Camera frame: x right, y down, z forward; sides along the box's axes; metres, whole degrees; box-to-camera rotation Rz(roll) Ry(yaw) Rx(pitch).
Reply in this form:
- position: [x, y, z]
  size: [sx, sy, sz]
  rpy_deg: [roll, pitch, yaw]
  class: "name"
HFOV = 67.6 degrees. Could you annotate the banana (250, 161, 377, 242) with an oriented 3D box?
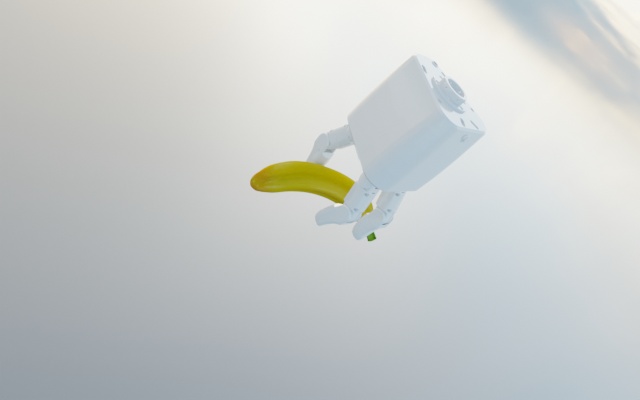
- position: [0.002, -0.012, 0.590]
  size: [0.198, 0.069, 0.037]
  rpy_deg: [24, -42, -32]
  class: "banana"
